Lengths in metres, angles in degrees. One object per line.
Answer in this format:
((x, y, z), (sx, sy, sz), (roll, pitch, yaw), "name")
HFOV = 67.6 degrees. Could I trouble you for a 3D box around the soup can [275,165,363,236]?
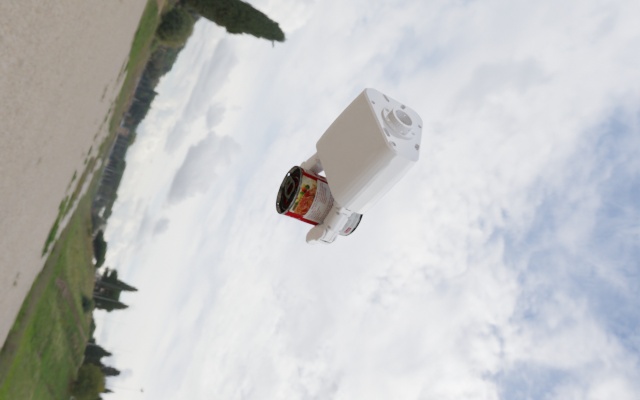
((0.000, 0.003, 0.643), (0.102, 0.068, 0.068), (21, -9, -25), "soup can")
